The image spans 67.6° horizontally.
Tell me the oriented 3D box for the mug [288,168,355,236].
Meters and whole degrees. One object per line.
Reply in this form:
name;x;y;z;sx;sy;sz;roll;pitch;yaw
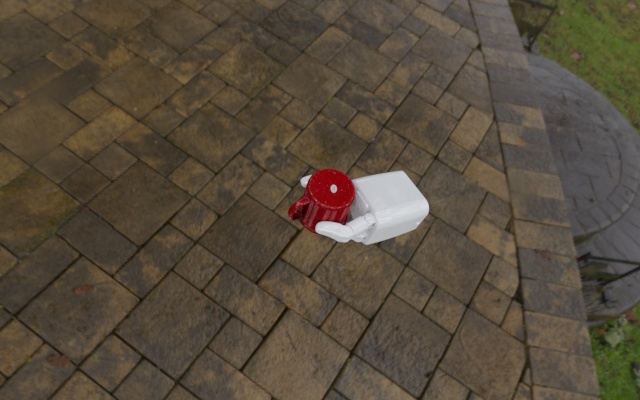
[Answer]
mug;-0.001;0.003;0.799;0.117;0.093;0.081;-15;-26;-22
